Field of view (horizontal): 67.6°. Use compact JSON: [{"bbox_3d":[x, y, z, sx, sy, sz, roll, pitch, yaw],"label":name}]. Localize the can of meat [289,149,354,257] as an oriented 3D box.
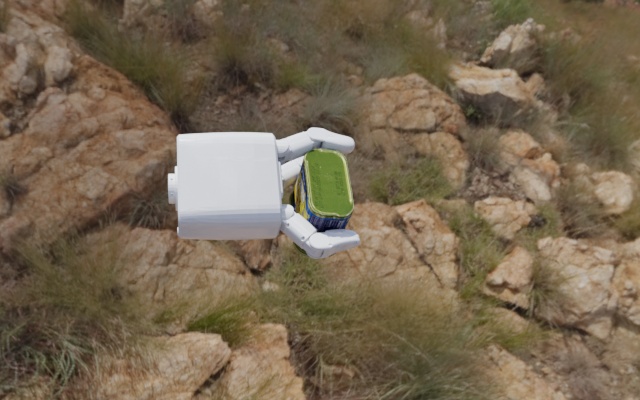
[{"bbox_3d":[0.000,0.002,0.561,0.057,0.102,0.084,2,-36,-14],"label":"can of meat"}]
